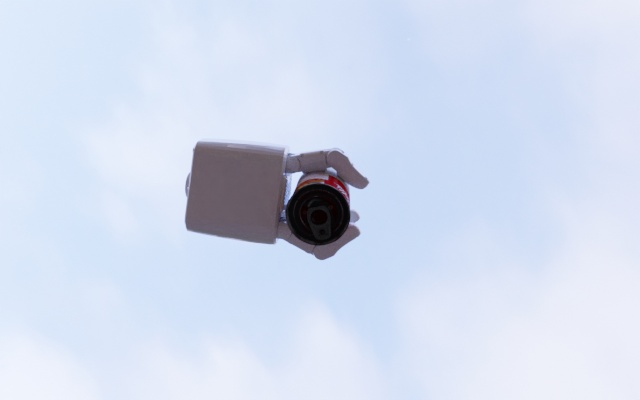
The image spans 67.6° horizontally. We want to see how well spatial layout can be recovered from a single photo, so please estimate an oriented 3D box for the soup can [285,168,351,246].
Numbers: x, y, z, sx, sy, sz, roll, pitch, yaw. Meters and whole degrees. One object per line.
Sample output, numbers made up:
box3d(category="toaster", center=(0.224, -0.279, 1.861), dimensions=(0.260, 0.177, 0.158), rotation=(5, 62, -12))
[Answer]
box3d(category="soup can", center=(0.001, 0.002, 0.542), dimensions=(0.068, 0.068, 0.102), rotation=(0, 16, 3))
